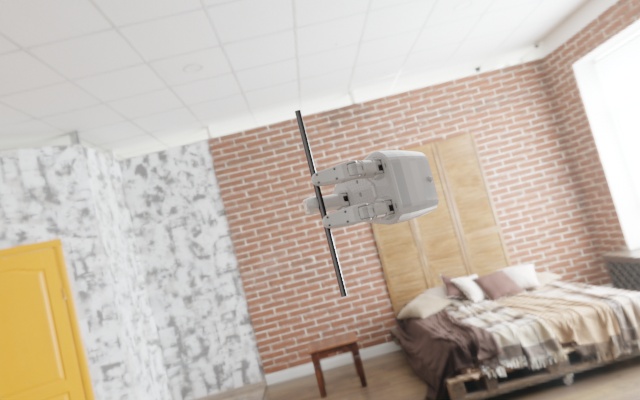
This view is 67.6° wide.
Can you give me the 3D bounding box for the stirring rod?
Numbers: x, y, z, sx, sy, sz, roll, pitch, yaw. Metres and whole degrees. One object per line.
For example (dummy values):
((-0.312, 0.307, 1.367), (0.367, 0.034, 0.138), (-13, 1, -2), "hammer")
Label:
((0.000, 0.002, 0.599), (0.011, 0.239, 0.011), (-14, -5, -1), "stirring rod")
